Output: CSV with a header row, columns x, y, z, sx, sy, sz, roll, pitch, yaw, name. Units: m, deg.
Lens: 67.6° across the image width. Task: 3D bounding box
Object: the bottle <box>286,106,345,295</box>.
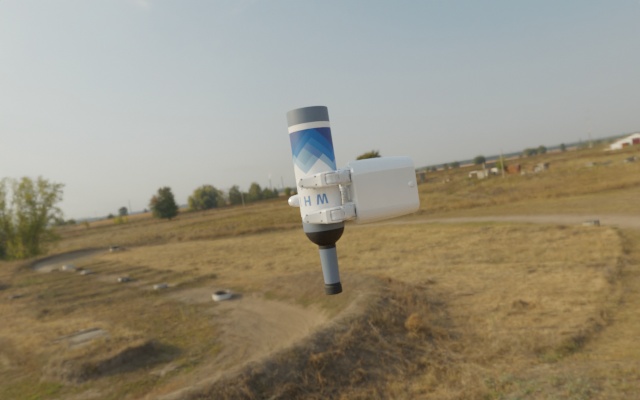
x,y,z,sx,sy,sz,roll,pitch,yaw,name
0.000,0.002,0.760,0.069,0.296,0.069,-9,2,0,bottle
